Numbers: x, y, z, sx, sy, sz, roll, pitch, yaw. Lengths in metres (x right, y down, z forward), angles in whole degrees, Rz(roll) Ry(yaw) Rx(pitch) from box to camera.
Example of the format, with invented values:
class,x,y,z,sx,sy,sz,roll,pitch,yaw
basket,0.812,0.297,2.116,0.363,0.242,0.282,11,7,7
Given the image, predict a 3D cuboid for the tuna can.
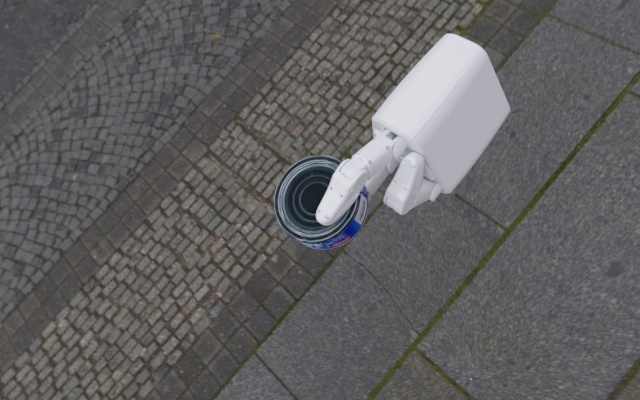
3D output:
class,x,y,z,sx,sy,sz,roll,pitch,yaw
tuna can,0.000,0.001,0.448,0.086,0.086,0.034,0,-15,21
